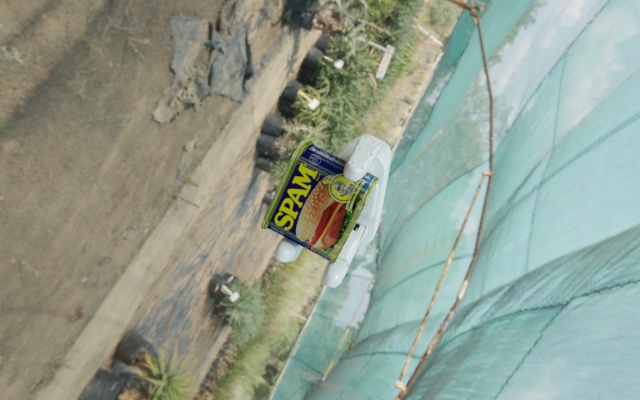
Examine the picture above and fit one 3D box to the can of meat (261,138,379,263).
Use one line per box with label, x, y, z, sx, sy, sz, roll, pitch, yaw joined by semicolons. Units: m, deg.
can of meat;0.000;0.002;0.485;0.084;0.102;0.057;28;17;4
